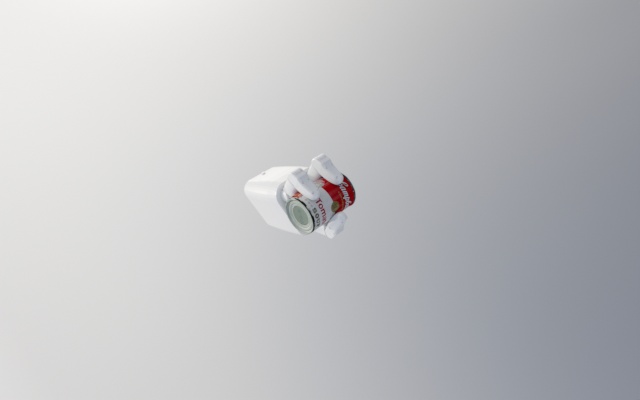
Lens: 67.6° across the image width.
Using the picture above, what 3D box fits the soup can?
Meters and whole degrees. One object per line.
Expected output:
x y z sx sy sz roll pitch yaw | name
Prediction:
0.000 0.003 0.789 0.102 0.068 0.068 -33 20 -34 | soup can
